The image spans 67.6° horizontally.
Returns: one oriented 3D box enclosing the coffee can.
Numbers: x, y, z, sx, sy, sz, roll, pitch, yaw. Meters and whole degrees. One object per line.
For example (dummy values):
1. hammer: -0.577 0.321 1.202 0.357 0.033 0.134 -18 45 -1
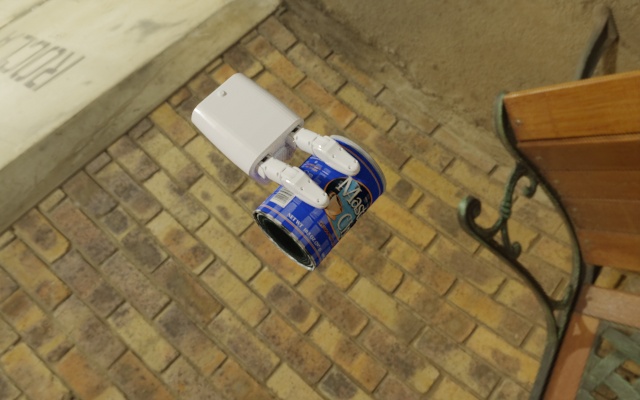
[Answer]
1. coffee can: 0.000 0.002 0.599 0.140 0.103 0.103 -46 18 -19
